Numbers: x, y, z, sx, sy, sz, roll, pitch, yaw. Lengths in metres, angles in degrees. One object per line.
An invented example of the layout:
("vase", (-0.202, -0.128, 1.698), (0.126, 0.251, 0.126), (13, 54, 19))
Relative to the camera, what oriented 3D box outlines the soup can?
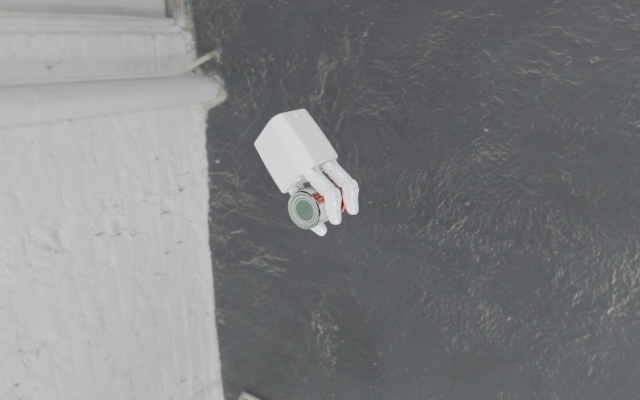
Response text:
("soup can", (0.000, 0.003, 0.826), (0.068, 0.068, 0.102), (0, 16, 36))
